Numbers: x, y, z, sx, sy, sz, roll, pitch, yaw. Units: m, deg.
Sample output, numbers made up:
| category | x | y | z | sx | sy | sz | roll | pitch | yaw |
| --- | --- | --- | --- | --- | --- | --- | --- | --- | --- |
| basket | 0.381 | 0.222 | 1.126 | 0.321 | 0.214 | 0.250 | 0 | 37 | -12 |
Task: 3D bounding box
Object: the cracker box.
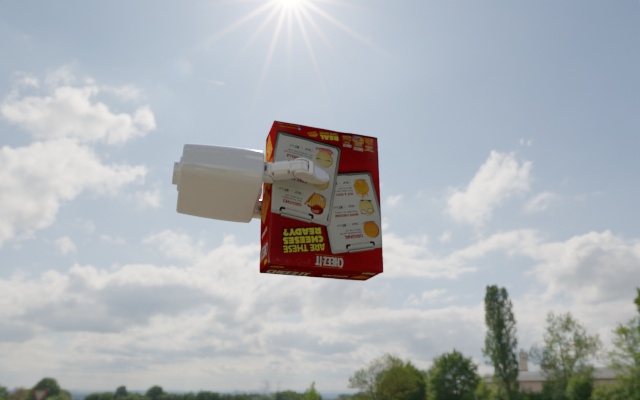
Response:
| category | x | y | z | sx | sy | sz | roll | pitch | yaw |
| --- | --- | --- | --- | --- | --- | --- | --- | --- | --- |
| cracker box | 0.000 | 0.002 | 0.693 | 0.164 | 0.213 | 0.072 | 7 | -23 | -16 |
